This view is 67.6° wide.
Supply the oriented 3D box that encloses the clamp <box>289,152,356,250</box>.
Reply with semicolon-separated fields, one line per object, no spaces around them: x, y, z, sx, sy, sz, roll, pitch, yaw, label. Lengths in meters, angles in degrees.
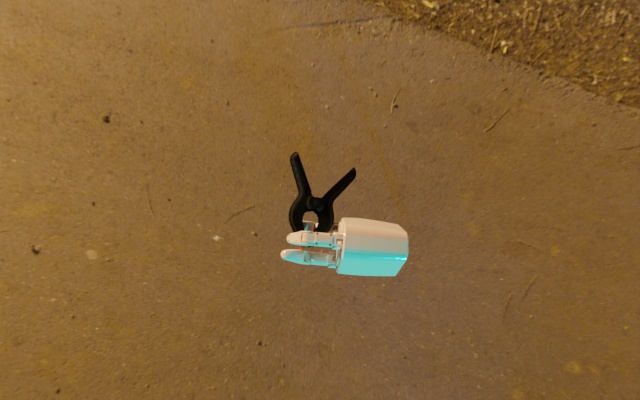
0.000;0.003;0.833;0.120;0.171;0.039;5;-10;-2;clamp
